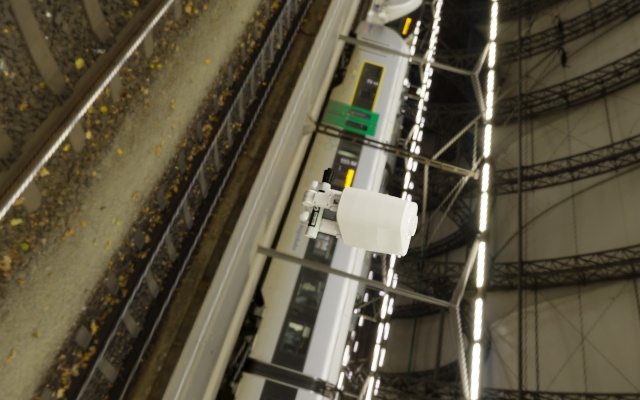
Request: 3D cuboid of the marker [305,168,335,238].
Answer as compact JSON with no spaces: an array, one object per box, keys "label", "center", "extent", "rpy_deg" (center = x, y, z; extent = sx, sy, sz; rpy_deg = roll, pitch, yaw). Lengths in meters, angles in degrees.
[{"label":"marker","center":[0.000,0.003,0.789],"extent":[0.020,0.121,0.020],"rpy_deg":[16,-13,4]}]
